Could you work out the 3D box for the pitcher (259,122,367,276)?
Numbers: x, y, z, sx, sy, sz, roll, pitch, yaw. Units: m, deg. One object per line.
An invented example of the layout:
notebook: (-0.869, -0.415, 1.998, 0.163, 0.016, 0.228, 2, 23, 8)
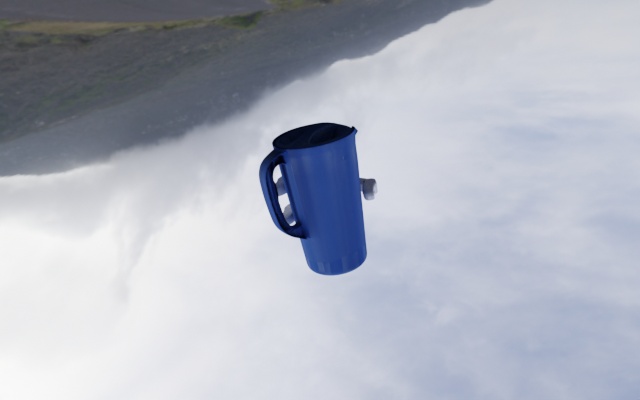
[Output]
pitcher: (0.000, 0.002, 0.790, 0.149, 0.243, 0.145, -6, 23, 11)
